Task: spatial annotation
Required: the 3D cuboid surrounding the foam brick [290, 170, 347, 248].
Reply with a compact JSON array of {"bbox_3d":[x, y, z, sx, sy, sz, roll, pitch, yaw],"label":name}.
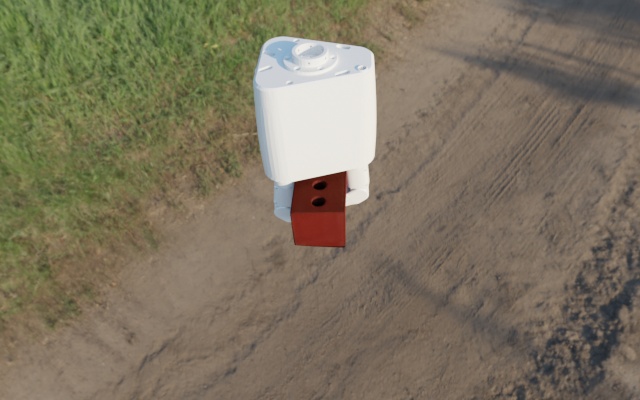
[{"bbox_3d":[0.000,0.002,0.484,0.053,0.078,0.051,0,-43,3],"label":"foam brick"}]
